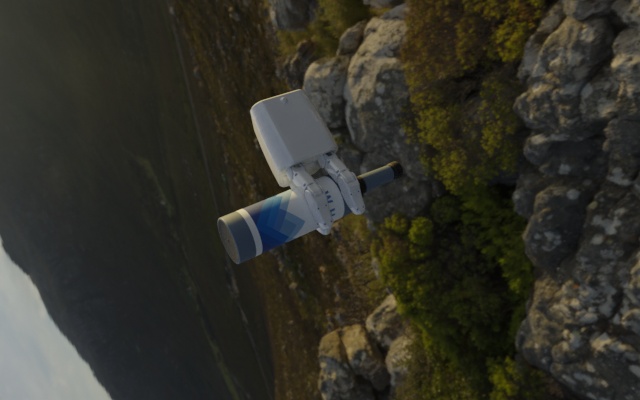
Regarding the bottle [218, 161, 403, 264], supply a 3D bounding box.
[{"bbox_3d":[0.000,0.002,0.695,0.295,0.069,0.069,-23,10,-25],"label":"bottle"}]
